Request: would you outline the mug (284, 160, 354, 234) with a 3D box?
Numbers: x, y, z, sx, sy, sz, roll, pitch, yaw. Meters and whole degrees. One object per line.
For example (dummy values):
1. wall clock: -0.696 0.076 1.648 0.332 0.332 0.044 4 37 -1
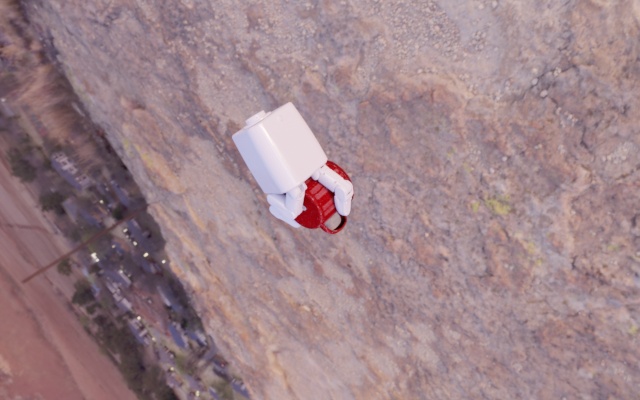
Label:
1. mug: 0.001 0.004 0.778 0.093 0.117 0.081 -16 21 49
